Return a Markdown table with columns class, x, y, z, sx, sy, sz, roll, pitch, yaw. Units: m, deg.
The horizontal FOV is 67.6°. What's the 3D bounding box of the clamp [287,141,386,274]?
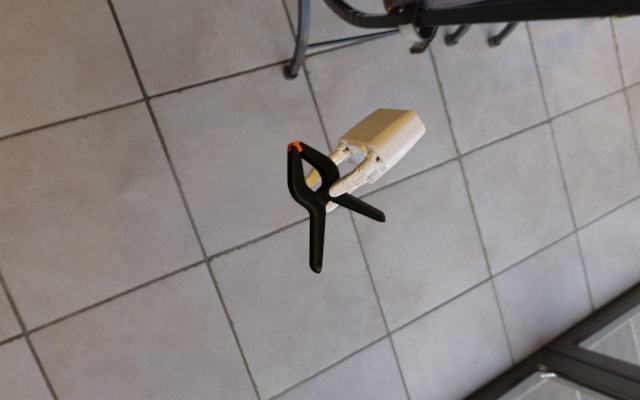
| class | x | y | z | sx | sy | sz | roll | pitch | yaw |
| --- | --- | --- | --- | --- | --- | --- | --- | --- | --- |
| clamp | 0.000 | 0.002 | 0.780 | 0.164 | 0.210 | 0.036 | -43 | 16 | -23 |
